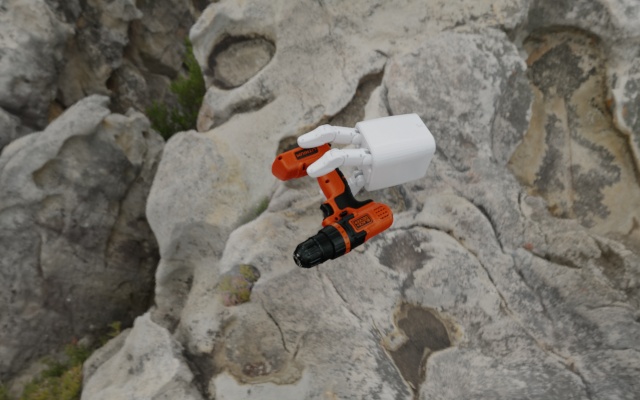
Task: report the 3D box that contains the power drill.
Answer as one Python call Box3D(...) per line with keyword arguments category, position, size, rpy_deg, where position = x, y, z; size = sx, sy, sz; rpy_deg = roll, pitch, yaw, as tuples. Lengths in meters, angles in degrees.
Box3D(category="power drill", position=(0.000, 0.002, 0.759), size=(0.184, 0.187, 0.057), rpy_deg=(-24, -20, -31))
